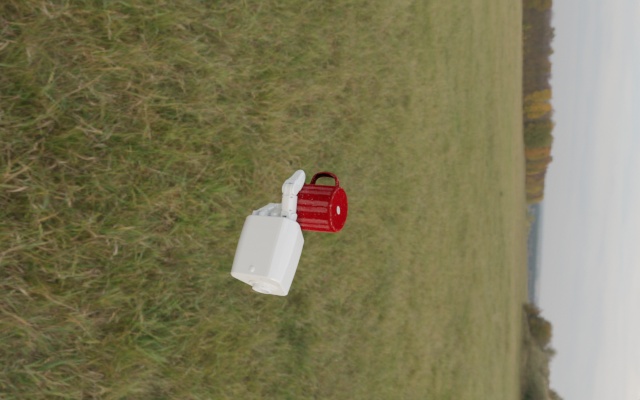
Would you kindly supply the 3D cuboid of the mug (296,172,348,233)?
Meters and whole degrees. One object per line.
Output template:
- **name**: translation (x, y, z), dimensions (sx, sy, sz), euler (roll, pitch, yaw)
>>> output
- **mug**: translation (0.001, 0.002, 0.846), dimensions (0.081, 0.117, 0.093), euler (4, -26, 25)
